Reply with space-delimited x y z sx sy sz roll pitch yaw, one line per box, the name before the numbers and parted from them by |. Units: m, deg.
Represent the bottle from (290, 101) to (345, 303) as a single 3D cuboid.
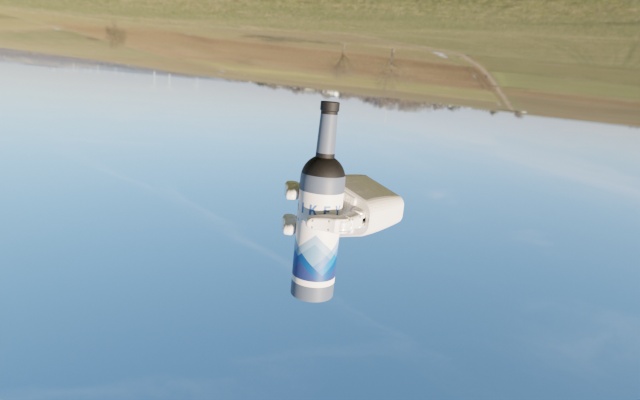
bottle | 0.000 0.003 0.710 0.069 0.296 0.069 5 14 -1
